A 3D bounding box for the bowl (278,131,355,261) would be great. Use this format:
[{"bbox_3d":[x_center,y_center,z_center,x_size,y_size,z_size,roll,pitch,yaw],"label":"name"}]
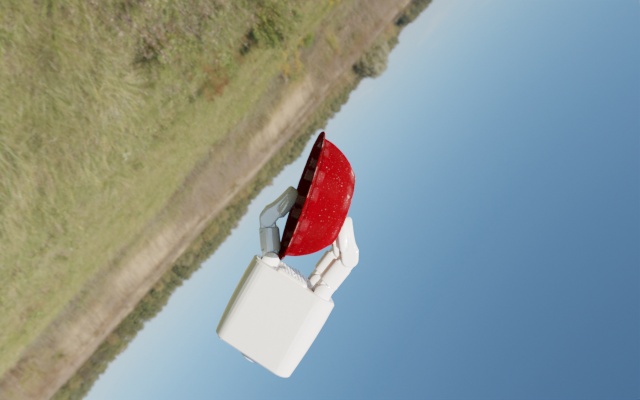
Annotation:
[{"bbox_3d":[0.001,0.001,0.571,0.055,0.162,0.162,18,-3,-7],"label":"bowl"}]
